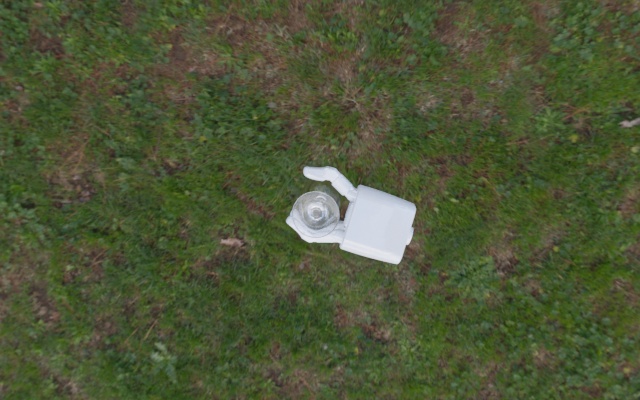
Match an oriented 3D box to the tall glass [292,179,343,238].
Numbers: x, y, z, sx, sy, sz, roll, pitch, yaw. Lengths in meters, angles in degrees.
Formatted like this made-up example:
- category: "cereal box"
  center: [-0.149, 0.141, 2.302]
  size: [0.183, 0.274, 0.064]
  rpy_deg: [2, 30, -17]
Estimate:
- category: "tall glass"
  center: [0.000, 0.003, 0.836]
  size: [0.079, 0.079, 0.201]
  rpy_deg: [0, 12, 4]
